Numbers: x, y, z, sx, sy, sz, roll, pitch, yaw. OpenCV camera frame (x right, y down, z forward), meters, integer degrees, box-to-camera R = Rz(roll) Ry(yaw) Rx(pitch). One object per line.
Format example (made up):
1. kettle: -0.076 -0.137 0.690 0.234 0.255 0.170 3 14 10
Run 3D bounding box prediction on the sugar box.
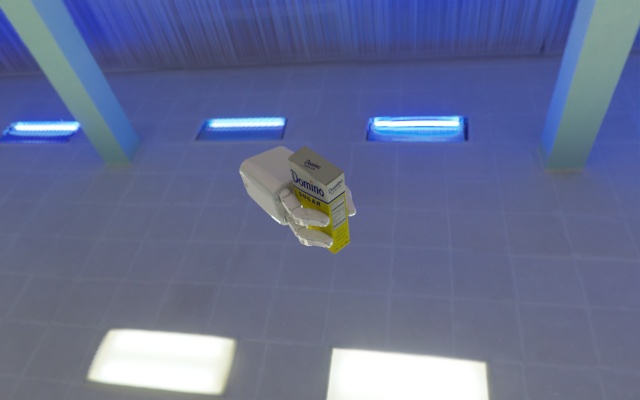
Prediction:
1. sugar box: 0.000 0.003 0.791 0.048 0.176 0.093 -39 54 -21
